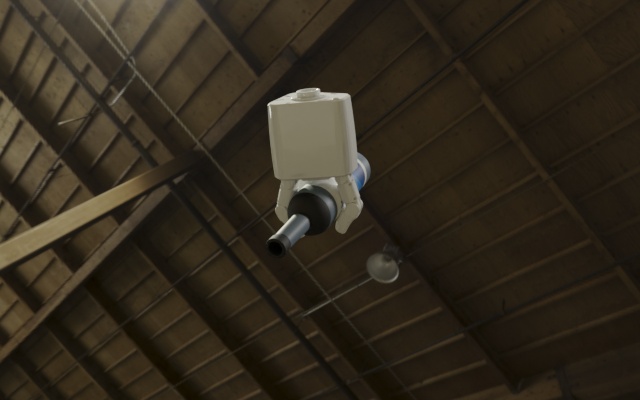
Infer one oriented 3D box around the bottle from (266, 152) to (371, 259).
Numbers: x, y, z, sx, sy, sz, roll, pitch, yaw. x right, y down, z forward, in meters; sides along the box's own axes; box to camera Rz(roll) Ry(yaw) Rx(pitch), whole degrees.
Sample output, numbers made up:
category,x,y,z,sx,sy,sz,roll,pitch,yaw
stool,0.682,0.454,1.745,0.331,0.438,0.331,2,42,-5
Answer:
category,x,y,z,sx,sy,sz,roll,pitch,yaw
bottle,0.000,0.002,0.699,0.069,0.069,0.295,0,22,24
